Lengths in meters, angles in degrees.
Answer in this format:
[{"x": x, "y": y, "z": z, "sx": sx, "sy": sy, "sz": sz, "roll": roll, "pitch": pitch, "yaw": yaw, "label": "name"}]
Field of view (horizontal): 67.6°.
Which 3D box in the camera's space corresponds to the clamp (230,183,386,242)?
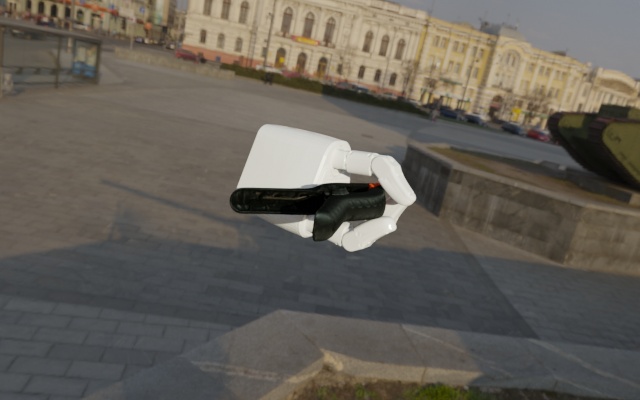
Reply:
[{"x": 0.000, "y": 0.001, "z": 0.470, "sx": 0.120, "sy": 0.039, "sz": 0.171, "roll": 20, "pitch": 16, "yaw": 30, "label": "clamp"}]
